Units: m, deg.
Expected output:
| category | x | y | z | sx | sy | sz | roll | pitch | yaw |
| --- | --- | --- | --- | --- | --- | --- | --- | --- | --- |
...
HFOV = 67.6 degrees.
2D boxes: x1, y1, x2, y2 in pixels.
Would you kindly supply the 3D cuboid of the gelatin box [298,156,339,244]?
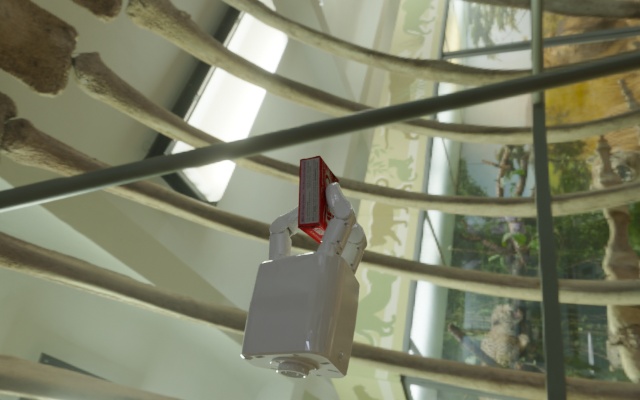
| category | x | y | z | sx | sy | sz | roll | pitch | yaw |
| --- | --- | --- | --- | --- | --- | --- | --- | --- | --- |
| gelatin box | 0.000 | 0.002 | 0.577 | 0.030 | 0.089 | 0.073 | -8 | -23 | 18 |
